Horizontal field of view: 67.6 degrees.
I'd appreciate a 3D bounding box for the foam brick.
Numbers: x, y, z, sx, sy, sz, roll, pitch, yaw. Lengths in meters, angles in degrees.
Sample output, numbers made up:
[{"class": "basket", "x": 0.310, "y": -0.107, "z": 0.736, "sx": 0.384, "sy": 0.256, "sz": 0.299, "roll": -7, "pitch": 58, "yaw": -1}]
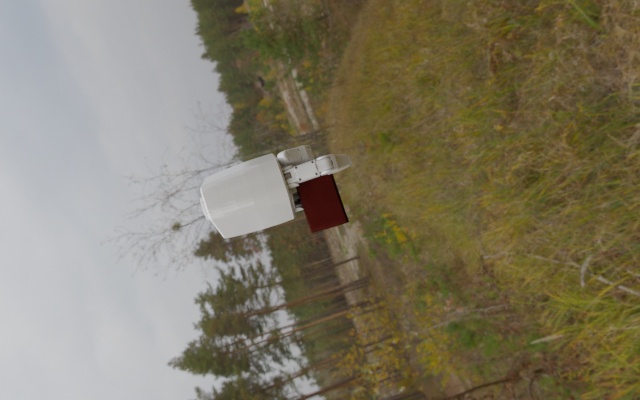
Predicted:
[{"class": "foam brick", "x": 0.000, "y": 0.002, "z": 0.657, "sx": 0.051, "sy": 0.078, "sz": 0.053, "roll": -19, "pitch": -4, "yaw": -5}]
